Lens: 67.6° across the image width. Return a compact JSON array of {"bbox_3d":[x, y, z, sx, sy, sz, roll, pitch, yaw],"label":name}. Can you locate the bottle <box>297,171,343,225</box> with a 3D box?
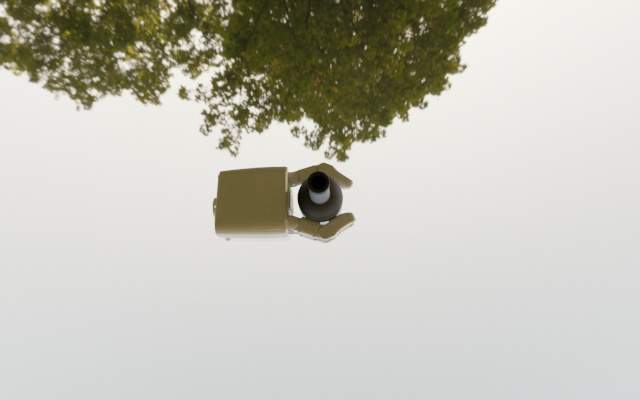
[{"bbox_3d":[0.000,0.002,0.723,0.069,0.069,0.296,0,-10,1],"label":"bottle"}]
